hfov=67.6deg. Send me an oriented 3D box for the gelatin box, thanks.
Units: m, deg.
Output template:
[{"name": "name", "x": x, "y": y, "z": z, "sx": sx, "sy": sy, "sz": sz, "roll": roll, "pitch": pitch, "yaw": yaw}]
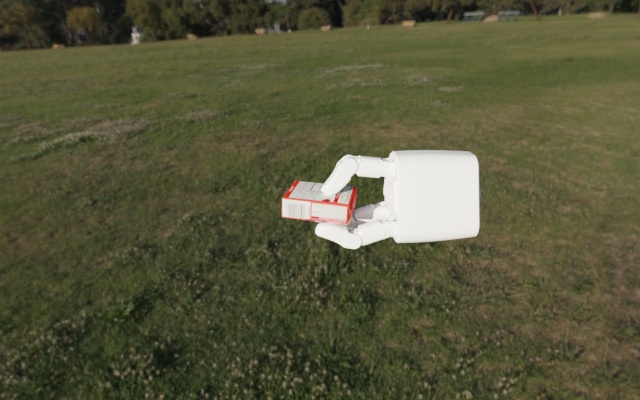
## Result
[{"name": "gelatin box", "x": 0.000, "y": 0.002, "z": 0.631, "sx": 0.089, "sy": 0.030, "sz": 0.073, "roll": 7, "pitch": 21, "yaw": 8}]
